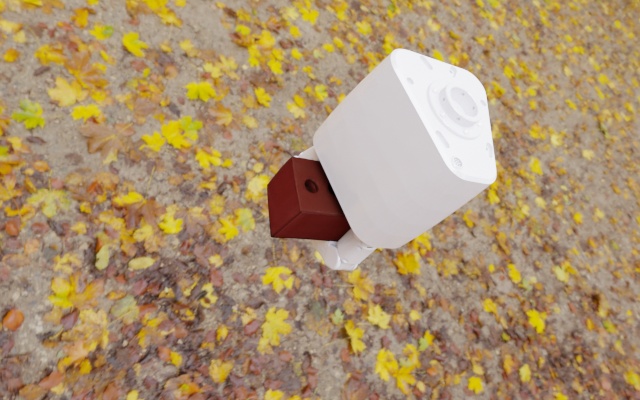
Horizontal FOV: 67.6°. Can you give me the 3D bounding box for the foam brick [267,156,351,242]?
[{"bbox_3d":[0.000,0.001,0.409,0.078,0.053,0.051,6,-30,-30],"label":"foam brick"}]
